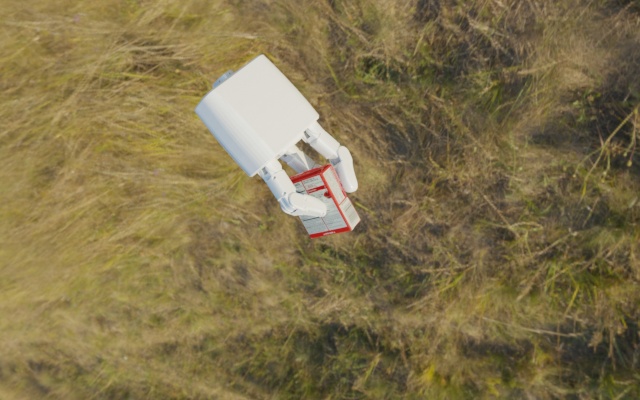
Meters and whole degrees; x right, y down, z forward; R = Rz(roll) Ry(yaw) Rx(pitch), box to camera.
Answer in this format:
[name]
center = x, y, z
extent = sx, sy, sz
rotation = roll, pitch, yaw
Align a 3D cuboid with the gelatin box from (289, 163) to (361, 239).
[gelatin box]
center = 0.000, 0.003, 0.623
extent = 0.073, 0.089, 0.030
rotation = -16, 20, 41
